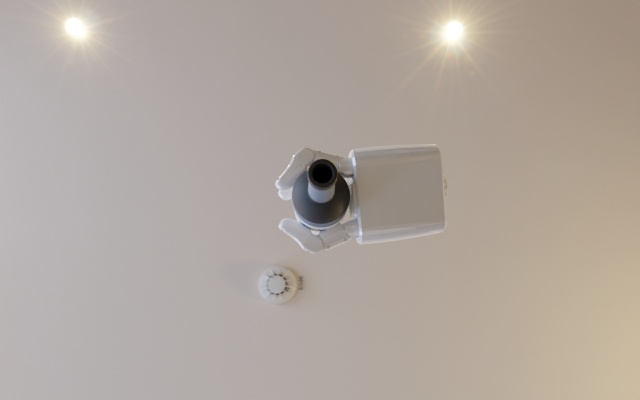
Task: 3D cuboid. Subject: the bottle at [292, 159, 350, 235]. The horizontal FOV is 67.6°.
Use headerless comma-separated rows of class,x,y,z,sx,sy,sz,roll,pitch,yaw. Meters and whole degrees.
bottle,0.000,0.002,0.575,0.069,0.069,0.296,0,-10,-1
